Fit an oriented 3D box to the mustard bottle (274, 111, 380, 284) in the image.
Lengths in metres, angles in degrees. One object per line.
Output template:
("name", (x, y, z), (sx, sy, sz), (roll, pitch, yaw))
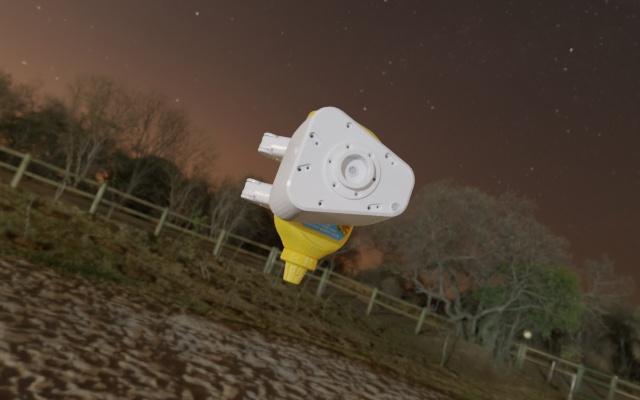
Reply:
("mustard bottle", (0.000, 0.002, 0.543), (0.096, 0.191, 0.058), (26, -11, -34))
